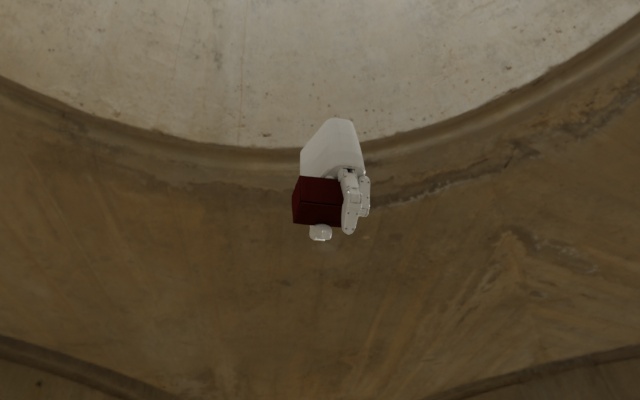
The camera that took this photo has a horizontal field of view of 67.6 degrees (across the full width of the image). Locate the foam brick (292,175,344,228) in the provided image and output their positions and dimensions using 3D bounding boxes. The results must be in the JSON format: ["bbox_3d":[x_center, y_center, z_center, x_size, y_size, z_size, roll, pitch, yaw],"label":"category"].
[{"bbox_3d":[0.000,0.002,0.700,0.078,0.051,0.053,6,-40,-16],"label":"foam brick"}]
